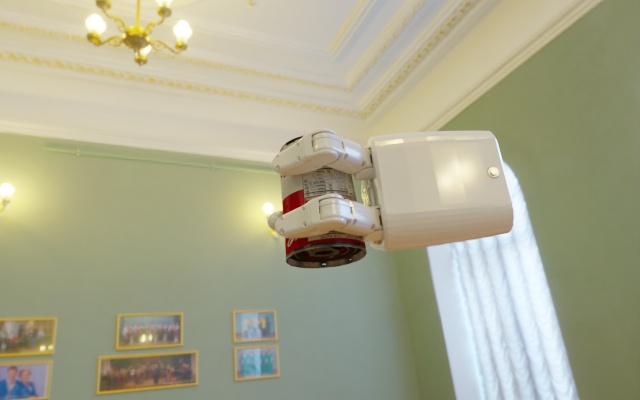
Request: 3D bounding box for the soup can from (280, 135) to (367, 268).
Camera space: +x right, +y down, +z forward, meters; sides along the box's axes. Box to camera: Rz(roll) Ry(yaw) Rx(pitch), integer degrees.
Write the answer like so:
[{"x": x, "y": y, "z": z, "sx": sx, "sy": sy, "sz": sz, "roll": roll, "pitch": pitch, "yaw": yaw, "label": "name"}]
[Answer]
[{"x": 0.000, "y": 0.001, "z": 0.417, "sx": 0.068, "sy": 0.102, "sz": 0.068, "roll": -5, "pitch": -21, "yaw": -2, "label": "soup can"}]
